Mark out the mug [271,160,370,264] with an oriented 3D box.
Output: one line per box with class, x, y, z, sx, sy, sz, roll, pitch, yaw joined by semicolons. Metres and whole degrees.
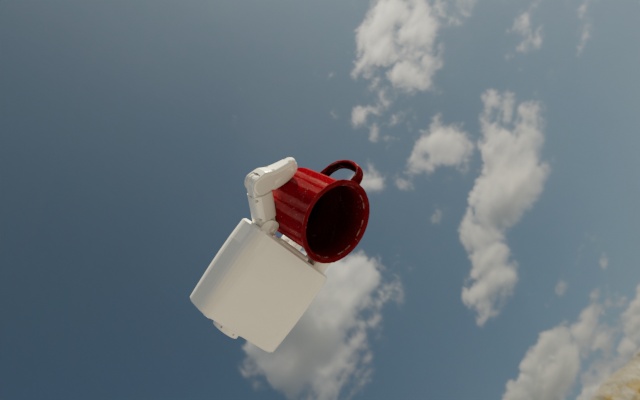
mug;0.001;0.000;0.530;0.081;0.117;0.093;26;-14;47
